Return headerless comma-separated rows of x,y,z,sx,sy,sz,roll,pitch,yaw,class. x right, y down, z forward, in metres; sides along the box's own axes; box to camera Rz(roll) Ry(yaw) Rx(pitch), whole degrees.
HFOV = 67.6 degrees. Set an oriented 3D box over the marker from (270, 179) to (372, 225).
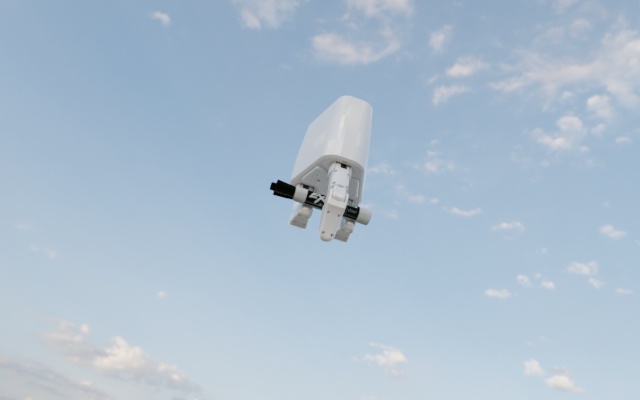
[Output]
0.000,0.002,0.551,0.121,0.020,0.020,18,-3,-8,marker
